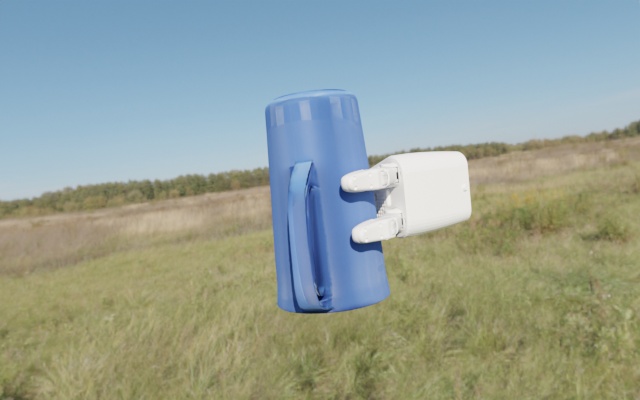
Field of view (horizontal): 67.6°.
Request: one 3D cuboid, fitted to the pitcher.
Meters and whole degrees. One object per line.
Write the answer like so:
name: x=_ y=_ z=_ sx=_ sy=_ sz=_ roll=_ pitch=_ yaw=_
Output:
pitcher: x=0.000 y=0.002 z=0.547 sx=0.145 sy=0.243 sz=0.149 roll=-9 pitch=3 yaw=-28
